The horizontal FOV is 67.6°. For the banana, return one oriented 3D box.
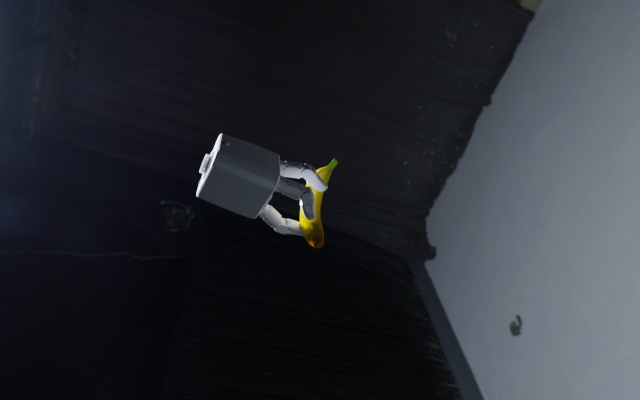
[{"bbox_3d":[-0.009,0.008,0.857,0.037,0.197,0.070,27,-40,-22],"label":"banana"}]
